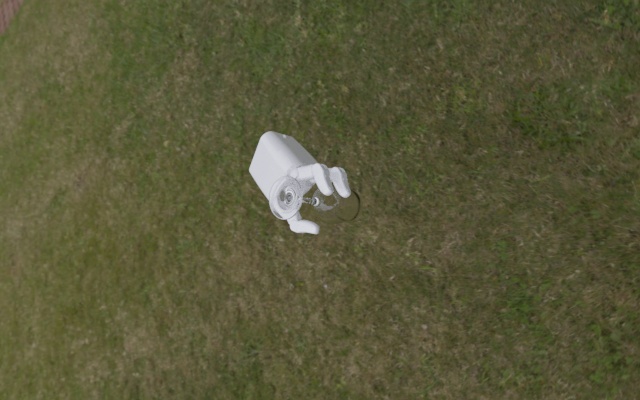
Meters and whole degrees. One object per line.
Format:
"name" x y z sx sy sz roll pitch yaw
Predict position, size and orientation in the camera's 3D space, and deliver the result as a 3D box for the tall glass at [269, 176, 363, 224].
"tall glass" 0.000 0.003 0.882 0.079 0.079 0.201 0 -5 37
